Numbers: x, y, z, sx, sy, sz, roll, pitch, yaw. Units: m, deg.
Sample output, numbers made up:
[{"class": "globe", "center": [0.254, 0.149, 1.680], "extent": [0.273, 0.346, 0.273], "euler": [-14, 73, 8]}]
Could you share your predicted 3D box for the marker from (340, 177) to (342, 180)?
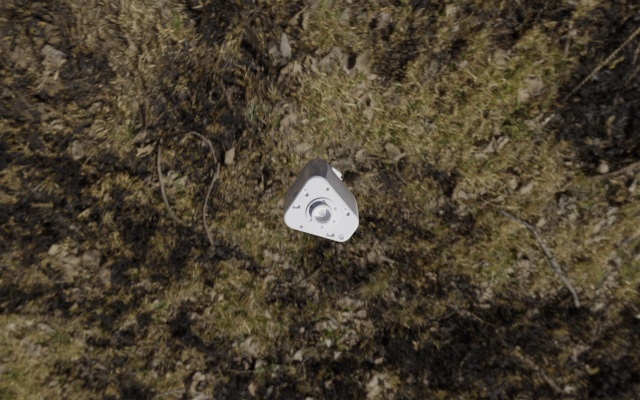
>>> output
[{"class": "marker", "center": [0.000, 0.003, 0.899], "extent": [0.020, 0.121, 0.020], "euler": [32, 15, -9]}]
